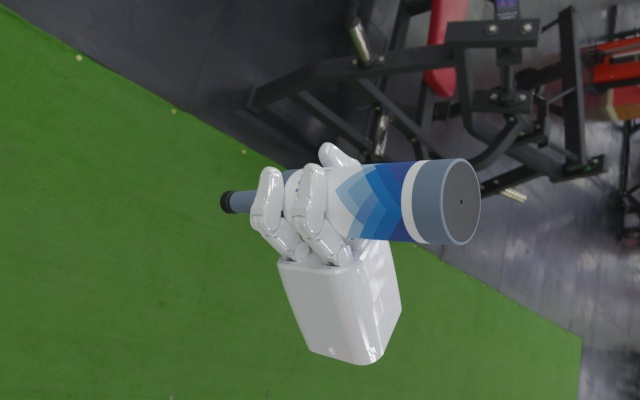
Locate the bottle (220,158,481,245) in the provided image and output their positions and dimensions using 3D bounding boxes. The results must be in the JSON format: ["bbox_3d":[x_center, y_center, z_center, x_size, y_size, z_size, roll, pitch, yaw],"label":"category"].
[{"bbox_3d":[0.000,0.001,0.463,0.295,0.069,0.069,0,0,43],"label":"bottle"}]
